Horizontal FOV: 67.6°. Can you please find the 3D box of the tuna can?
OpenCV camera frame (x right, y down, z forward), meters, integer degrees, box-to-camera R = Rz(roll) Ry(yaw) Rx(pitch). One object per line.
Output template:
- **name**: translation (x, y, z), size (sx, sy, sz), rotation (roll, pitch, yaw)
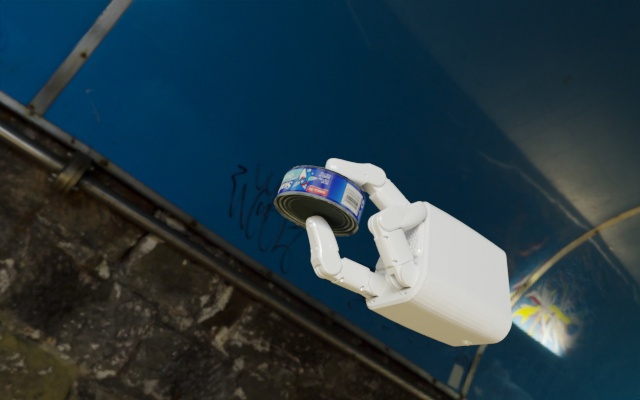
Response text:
- **tuna can**: translation (0.000, 0.001, 0.471), size (0.086, 0.033, 0.086), rotation (16, -24, 7)
